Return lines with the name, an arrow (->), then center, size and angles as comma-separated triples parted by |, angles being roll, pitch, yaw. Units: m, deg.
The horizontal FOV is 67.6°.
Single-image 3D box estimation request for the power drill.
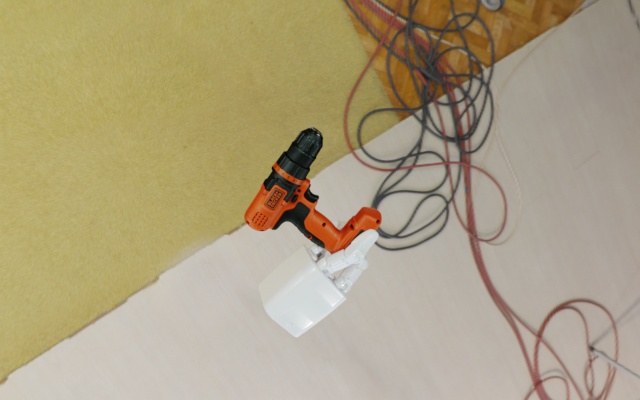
power drill -> 0.000, 0.003, 0.746 | 0.188, 0.184, 0.057 | 32, 18, -12
